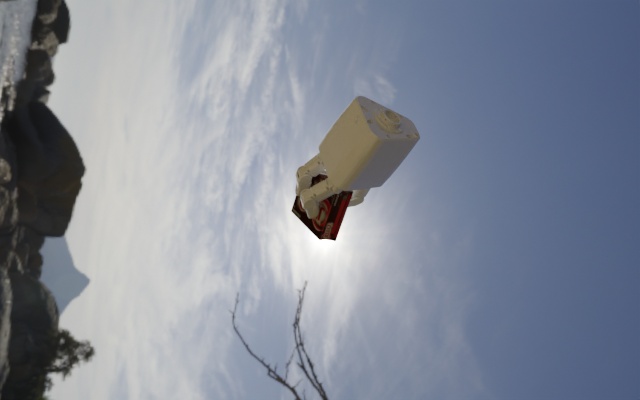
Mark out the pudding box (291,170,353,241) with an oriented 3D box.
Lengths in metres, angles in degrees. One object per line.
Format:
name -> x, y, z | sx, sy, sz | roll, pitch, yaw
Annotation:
pudding box -> 0.000, 0.003, 0.785 | 0.039, 0.090, 0.113 | 9, 19, -31
